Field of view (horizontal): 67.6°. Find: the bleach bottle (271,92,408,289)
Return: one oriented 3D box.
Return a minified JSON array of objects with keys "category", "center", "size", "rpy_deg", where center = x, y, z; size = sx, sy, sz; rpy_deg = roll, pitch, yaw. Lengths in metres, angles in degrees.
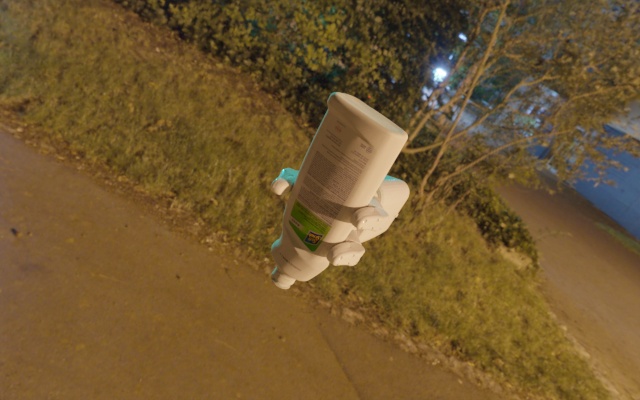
[{"category":"bleach bottle","center":[0.000,0.002,0.588],"size":[0.102,0.251,0.068],"rpy_deg":[40,24,21]}]
